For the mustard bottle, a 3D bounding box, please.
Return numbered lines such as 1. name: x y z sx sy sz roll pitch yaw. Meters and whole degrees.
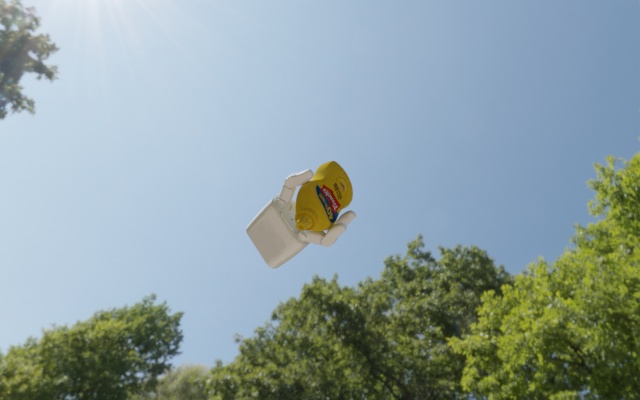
1. mustard bottle: 0.000 0.003 0.899 0.058 0.096 0.191 -14 20 30
